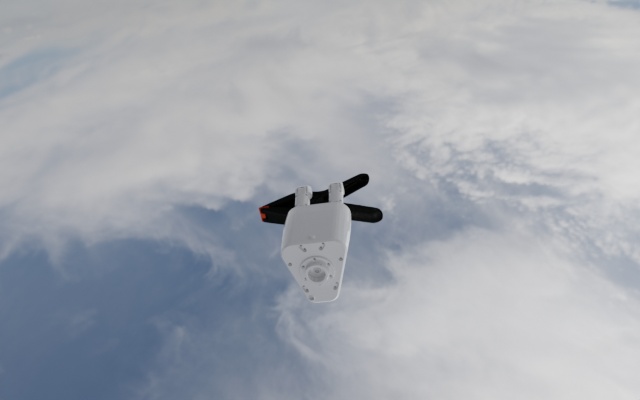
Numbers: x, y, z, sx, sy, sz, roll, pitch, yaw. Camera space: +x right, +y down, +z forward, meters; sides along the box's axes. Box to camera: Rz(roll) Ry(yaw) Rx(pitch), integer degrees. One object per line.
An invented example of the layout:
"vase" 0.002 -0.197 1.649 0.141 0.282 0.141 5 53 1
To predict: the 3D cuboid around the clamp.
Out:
"clamp" 0.000 0.004 0.832 0.210 0.036 0.164 -7 25 8
